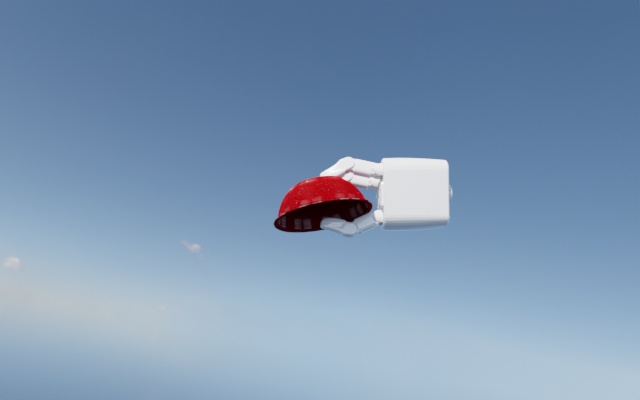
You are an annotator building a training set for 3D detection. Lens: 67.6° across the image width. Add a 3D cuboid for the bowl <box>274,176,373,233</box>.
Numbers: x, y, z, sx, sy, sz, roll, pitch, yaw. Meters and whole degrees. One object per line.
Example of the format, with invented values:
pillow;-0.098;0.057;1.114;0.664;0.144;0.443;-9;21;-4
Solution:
bowl;-0.001;0.002;0.773;0.162;0.055;0.162;-11;-18;-3
